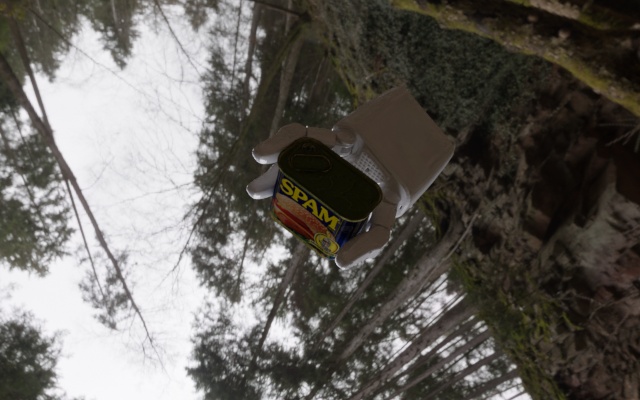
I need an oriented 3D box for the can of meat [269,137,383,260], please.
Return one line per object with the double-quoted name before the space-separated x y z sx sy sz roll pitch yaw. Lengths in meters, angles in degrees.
"can of meat" 0.000 0.002 0.475 0.057 0.102 0.084 -44 -15 -35
